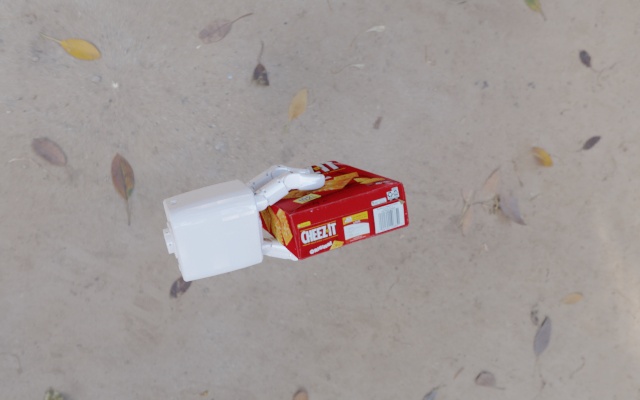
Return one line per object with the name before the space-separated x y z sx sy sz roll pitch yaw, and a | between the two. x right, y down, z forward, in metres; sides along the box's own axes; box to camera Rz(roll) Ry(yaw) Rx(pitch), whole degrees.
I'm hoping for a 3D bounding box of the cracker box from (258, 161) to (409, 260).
cracker box | 0.000 0.002 0.695 0.164 0.072 0.213 -16 18 -19
